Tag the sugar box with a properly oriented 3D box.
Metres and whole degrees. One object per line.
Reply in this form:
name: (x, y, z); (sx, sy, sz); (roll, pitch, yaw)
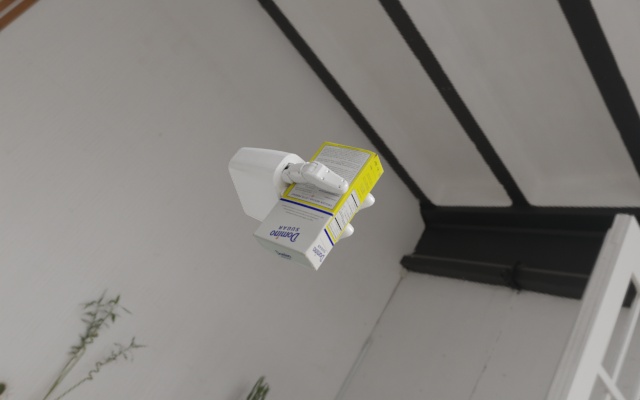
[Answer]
sugar box: (0.000, 0.002, 0.635); (0.093, 0.176, 0.048); (17, -28, 37)
